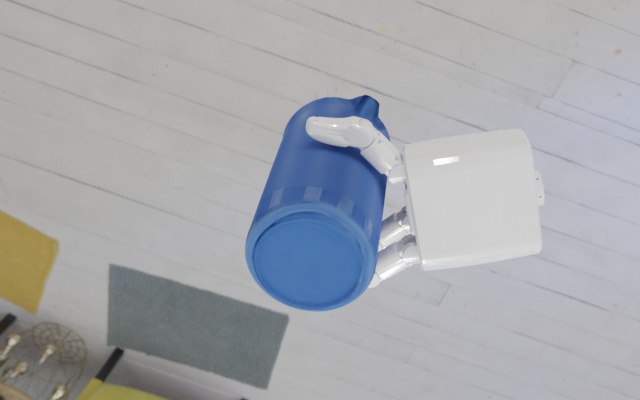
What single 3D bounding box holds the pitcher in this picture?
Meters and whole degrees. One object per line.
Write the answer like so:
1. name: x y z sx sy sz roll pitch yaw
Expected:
1. pitcher: 0.000 0.002 0.486 0.145 0.149 0.242 -8 27 13
